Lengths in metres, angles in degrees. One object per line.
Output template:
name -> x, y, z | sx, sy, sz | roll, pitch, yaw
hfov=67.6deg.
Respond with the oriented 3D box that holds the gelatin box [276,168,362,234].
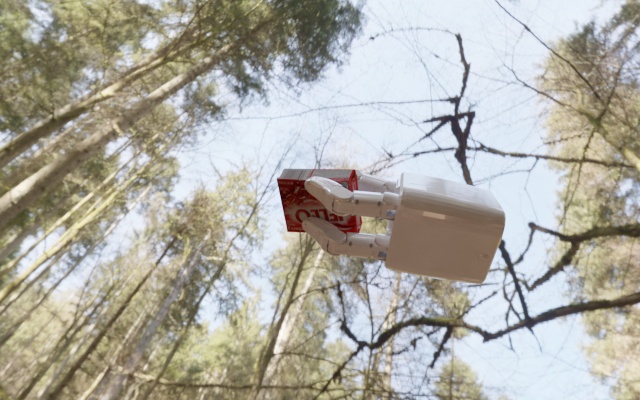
gelatin box -> 0.000, 0.002, 0.546 | 0.089, 0.073, 0.030 | 2, 33, 18
